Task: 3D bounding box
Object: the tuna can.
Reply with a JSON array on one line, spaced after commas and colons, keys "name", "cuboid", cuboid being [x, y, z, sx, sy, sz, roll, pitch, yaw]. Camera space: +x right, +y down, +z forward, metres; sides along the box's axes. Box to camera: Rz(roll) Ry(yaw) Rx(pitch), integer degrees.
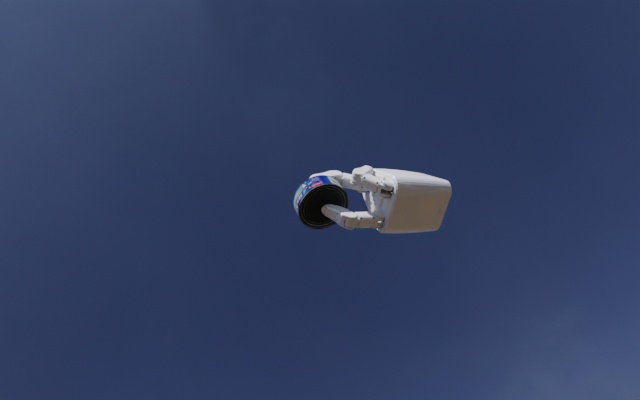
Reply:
[{"name": "tuna can", "cuboid": [0.000, 0.002, 0.773, 0.086, 0.086, 0.033, 0, 32, -24]}]
